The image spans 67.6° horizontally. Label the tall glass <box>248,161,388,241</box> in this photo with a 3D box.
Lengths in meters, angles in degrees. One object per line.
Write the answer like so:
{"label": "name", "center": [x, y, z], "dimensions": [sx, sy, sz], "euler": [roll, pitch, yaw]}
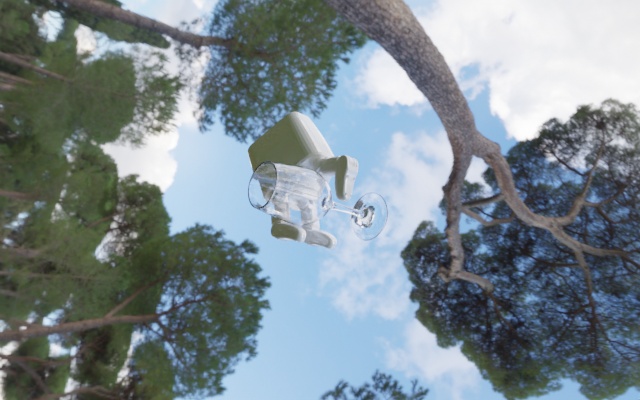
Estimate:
{"label": "tall glass", "center": [0.001, 0.002, 0.657], "dimensions": [0.201, 0.079, 0.079], "euler": [17, -11, -40]}
